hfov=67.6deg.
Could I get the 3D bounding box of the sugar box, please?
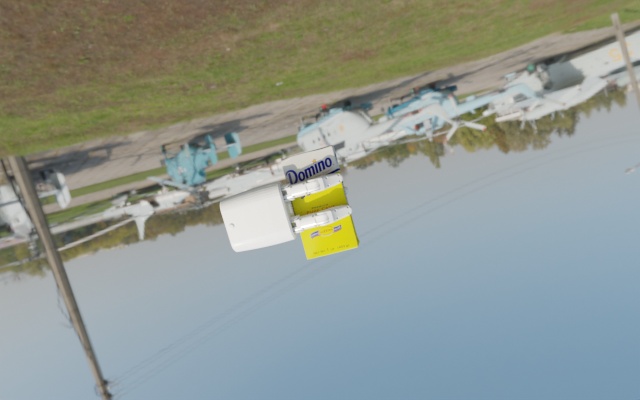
[{"bbox_3d":[0.000,0.003,0.812,0.093,0.176,0.048,-15,5,7],"label":"sugar box"}]
